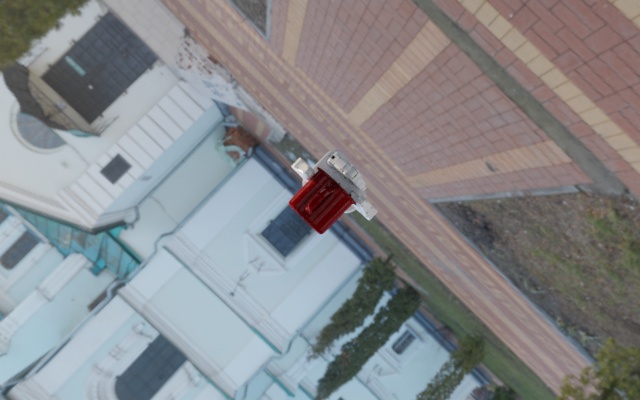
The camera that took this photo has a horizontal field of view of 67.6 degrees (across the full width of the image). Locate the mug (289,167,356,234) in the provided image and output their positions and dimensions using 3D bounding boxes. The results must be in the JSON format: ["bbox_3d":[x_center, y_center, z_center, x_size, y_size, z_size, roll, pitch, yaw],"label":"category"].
[{"bbox_3d":[0.000,0.003,0.804,0.093,0.081,0.117,44,-2,3],"label":"mug"}]
